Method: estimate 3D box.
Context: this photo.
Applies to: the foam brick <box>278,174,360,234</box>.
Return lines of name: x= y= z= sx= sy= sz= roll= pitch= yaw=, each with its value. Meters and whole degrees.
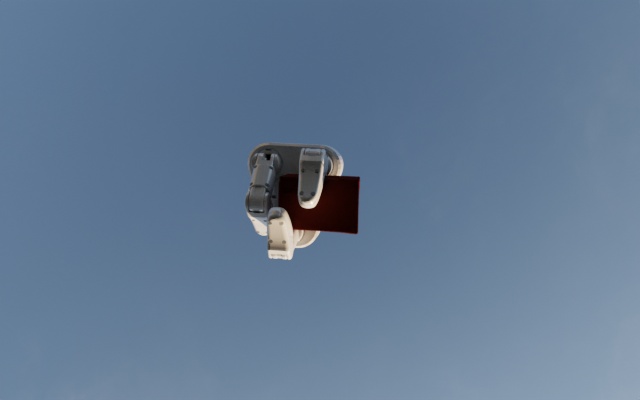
foam brick: x=0.000 y=0.002 z=0.469 sx=0.078 sy=0.053 sz=0.051 roll=4 pitch=6 yaw=6
